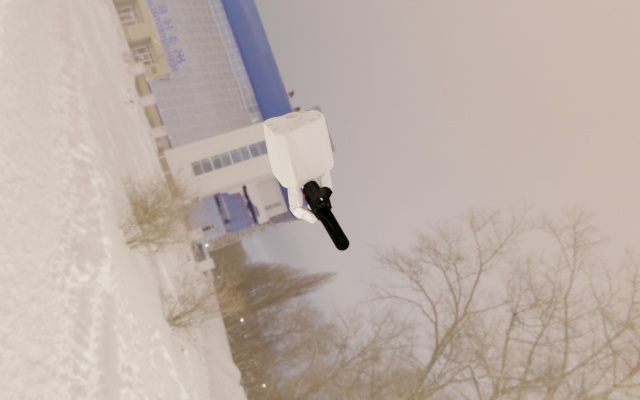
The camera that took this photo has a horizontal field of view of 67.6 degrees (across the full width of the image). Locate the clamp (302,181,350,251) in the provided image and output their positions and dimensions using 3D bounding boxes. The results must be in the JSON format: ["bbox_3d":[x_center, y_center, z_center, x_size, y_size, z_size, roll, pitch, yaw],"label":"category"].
[{"bbox_3d":[0.001,0.003,0.849,0.039,0.120,0.171,-20,33,-15],"label":"clamp"}]
